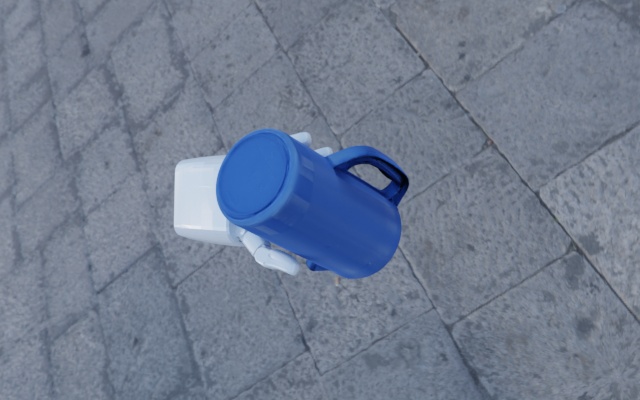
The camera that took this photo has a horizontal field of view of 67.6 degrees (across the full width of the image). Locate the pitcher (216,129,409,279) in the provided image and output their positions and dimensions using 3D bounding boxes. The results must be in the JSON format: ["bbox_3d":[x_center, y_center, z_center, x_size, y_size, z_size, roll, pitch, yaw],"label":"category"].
[{"bbox_3d":[0.000,0.002,0.575,0.145,0.149,0.243,3,-16,33],"label":"pitcher"}]
